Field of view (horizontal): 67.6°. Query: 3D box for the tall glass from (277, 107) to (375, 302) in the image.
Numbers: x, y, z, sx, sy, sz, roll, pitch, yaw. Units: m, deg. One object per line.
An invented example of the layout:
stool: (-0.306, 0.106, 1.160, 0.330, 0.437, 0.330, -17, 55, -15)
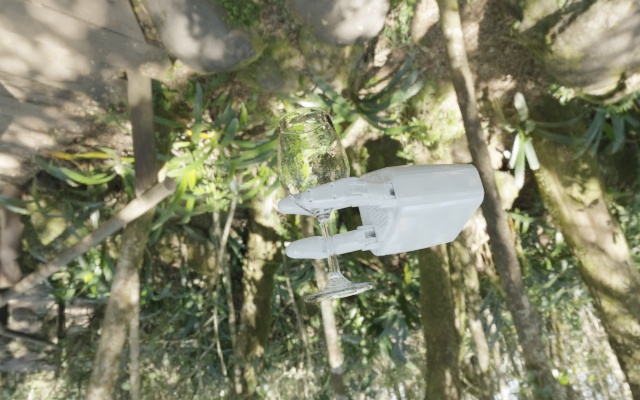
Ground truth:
tall glass: (0.000, 0.002, 0.514, 0.079, 0.201, 0.079, -11, -18, -4)
